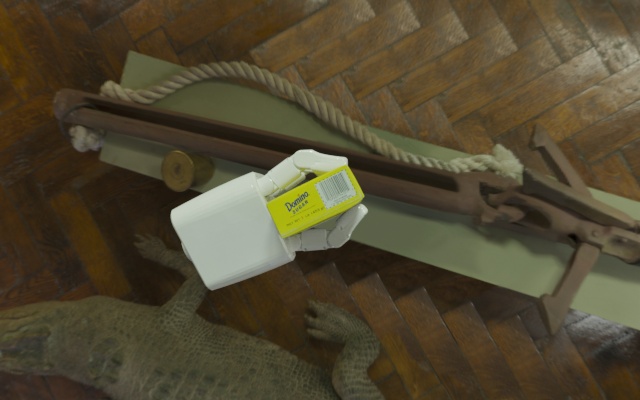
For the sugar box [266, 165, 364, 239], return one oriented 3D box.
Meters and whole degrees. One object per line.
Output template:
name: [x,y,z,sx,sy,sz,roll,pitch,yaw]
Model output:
sugar box: [0.000,0.001,0.556,0.093,0.048,0.176,-25,0,3]
